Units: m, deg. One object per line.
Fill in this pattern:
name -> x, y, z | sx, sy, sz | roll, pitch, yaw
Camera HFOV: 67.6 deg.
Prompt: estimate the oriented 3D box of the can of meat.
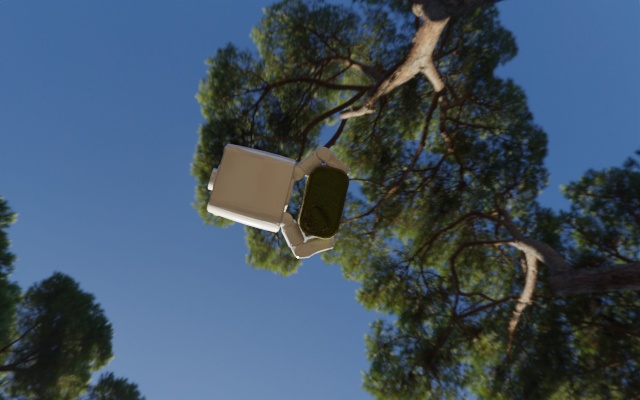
can of meat -> 0.000, 0.002, 0.712 | 0.057, 0.102, 0.084 | 13, -2, -7
